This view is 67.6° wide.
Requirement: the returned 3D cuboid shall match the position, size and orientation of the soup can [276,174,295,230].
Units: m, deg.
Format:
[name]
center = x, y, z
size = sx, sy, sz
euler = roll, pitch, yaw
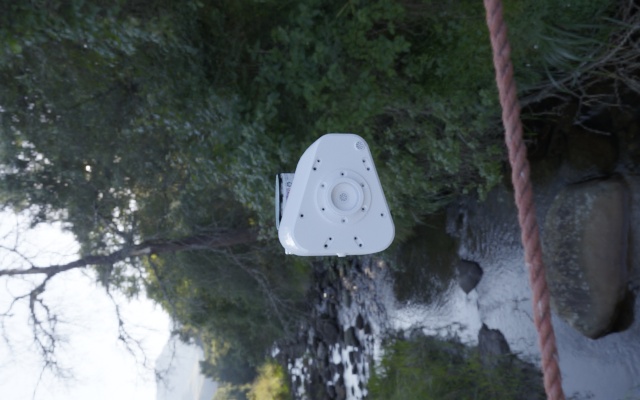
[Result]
[soup can]
center = 0.000, 0.002, 0.560
size = 0.102, 0.068, 0.068
euler = 0, 0, -8
